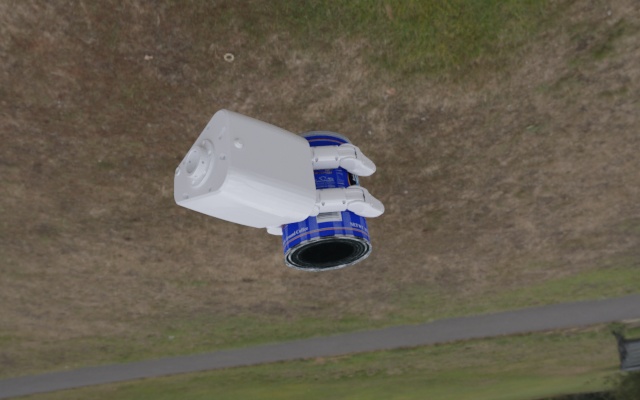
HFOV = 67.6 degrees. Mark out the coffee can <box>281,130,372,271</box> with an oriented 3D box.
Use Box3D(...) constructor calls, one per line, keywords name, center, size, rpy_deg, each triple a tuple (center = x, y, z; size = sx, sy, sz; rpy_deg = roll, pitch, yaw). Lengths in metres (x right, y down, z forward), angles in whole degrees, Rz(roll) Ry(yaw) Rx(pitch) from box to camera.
Box3D(name="coffee can", center=(0.000, 0.002, 0.578), size=(0.103, 0.140, 0.103), rpy_deg=(-7, -27, -3))
